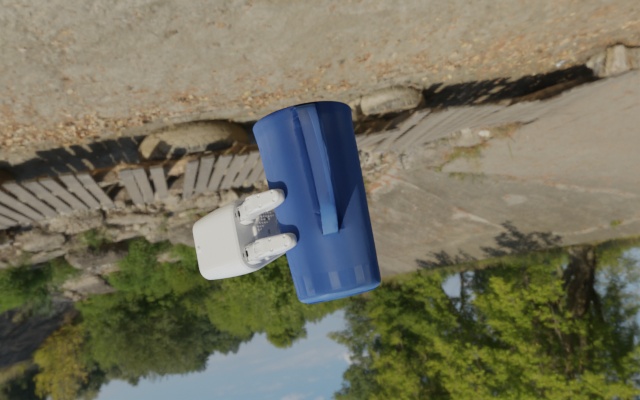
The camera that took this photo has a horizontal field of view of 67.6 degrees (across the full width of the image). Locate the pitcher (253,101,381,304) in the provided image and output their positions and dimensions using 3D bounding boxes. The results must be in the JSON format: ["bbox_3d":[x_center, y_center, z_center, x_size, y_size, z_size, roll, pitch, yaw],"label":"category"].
[{"bbox_3d":[0.000,0.002,0.609,0.145,0.243,0.149,-20,-11,39],"label":"pitcher"}]
